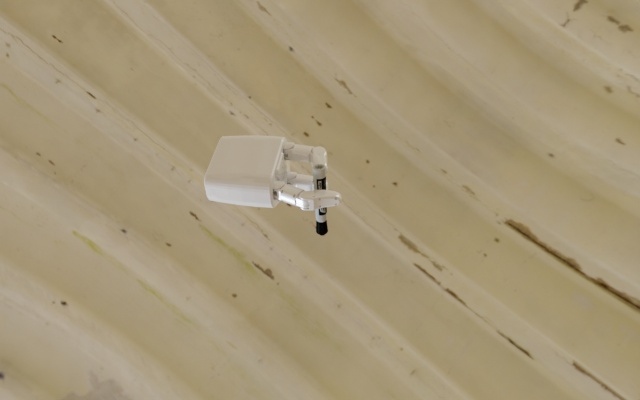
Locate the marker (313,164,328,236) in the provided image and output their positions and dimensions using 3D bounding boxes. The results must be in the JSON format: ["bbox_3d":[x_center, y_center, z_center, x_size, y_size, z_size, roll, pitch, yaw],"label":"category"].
[{"bbox_3d":[0.000,0.002,0.709,0.020,0.121,0.020,-2,34,1],"label":"marker"}]
